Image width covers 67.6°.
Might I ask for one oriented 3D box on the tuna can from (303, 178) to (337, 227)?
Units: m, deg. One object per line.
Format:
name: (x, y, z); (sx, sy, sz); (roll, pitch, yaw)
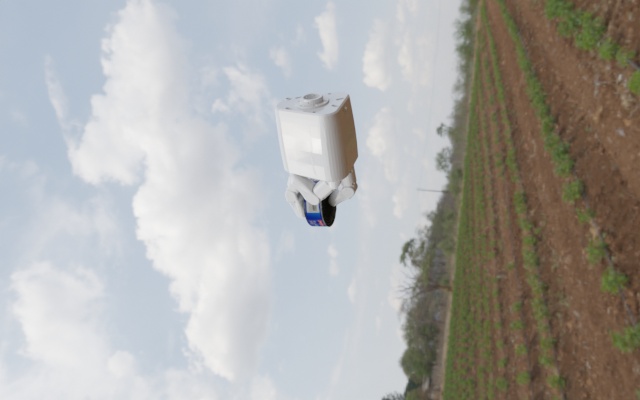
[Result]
tuna can: (0.000, 0.003, 0.818); (0.034, 0.086, 0.086); (-1, 0, 19)
